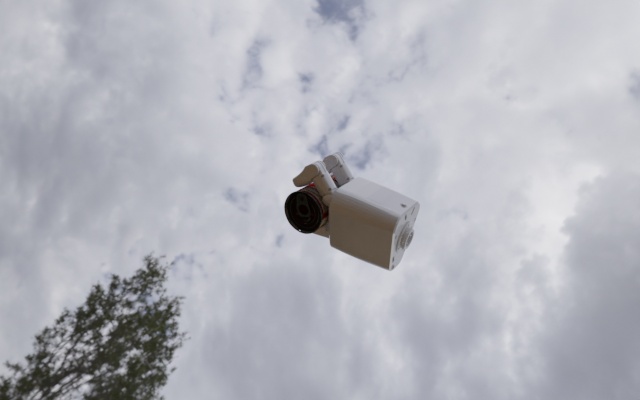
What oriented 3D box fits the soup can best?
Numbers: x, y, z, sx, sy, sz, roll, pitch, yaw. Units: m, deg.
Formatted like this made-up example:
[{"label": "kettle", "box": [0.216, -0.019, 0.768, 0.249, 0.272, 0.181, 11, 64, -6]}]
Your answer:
[{"label": "soup can", "box": [0.000, 0.002, 0.750, 0.068, 0.068, 0.102, 0, 19, 34]}]
